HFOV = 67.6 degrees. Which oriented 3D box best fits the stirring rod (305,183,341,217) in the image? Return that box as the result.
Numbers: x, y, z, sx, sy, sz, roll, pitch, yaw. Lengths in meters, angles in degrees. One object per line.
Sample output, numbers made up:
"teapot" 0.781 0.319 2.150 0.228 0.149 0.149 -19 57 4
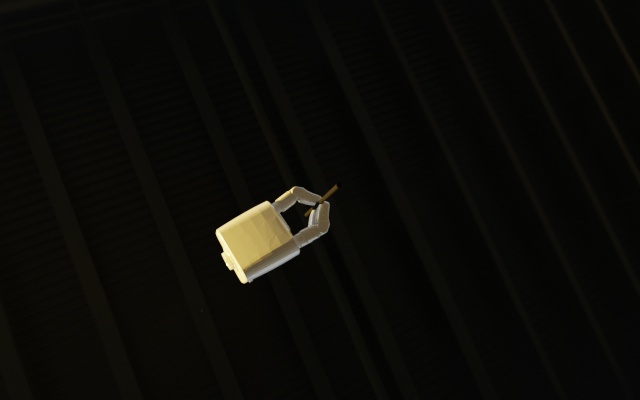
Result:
"stirring rod" 0.000 0.003 0.851 0.011 0.011 0.239 0 -13 -14
